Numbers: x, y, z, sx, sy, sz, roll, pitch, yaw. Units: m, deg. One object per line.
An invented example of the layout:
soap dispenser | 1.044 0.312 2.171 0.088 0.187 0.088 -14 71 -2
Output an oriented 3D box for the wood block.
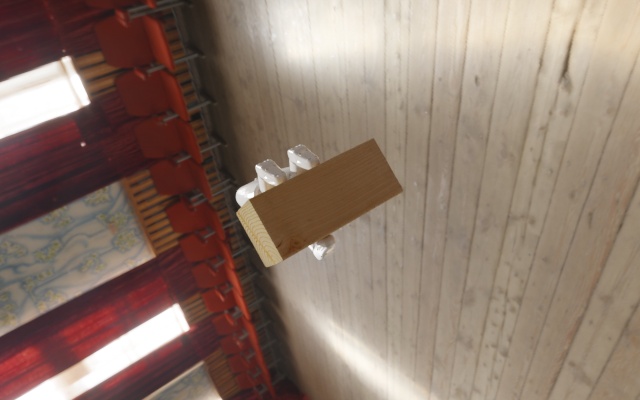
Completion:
wood block | 0.000 0.003 0.674 0.206 0.091 0.090 -28 -2 -24
